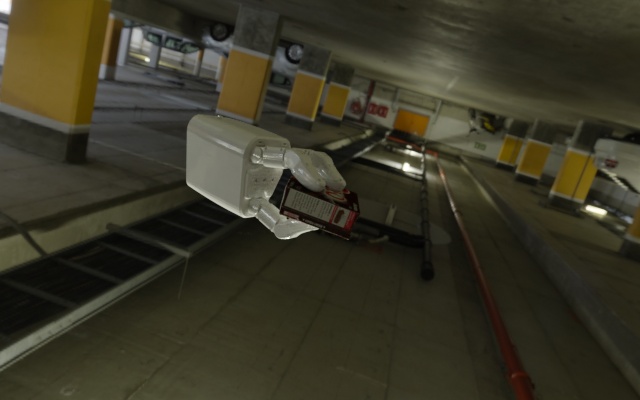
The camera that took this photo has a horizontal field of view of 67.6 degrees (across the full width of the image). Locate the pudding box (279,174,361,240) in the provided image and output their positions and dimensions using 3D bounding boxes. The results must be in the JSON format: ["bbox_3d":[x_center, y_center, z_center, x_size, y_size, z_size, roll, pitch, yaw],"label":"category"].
[{"bbox_3d":[0.000,0.002,0.585,0.090,0.039,0.113,20,15,-2],"label":"pudding box"}]
